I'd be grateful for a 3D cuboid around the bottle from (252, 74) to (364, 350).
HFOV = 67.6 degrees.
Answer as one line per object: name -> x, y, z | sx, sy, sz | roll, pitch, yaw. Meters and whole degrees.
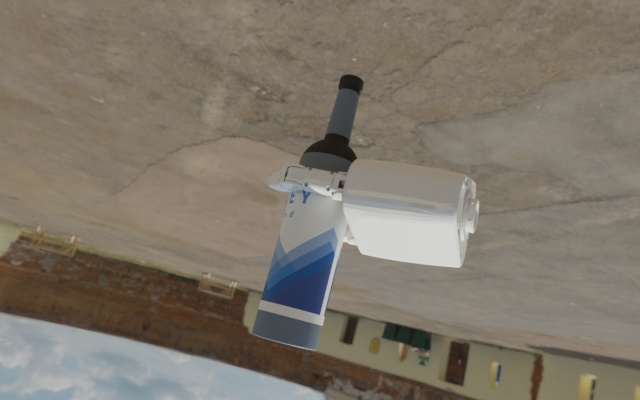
bottle -> 0.000, 0.002, 0.507 | 0.069, 0.295, 0.069 | 14, -14, 4
